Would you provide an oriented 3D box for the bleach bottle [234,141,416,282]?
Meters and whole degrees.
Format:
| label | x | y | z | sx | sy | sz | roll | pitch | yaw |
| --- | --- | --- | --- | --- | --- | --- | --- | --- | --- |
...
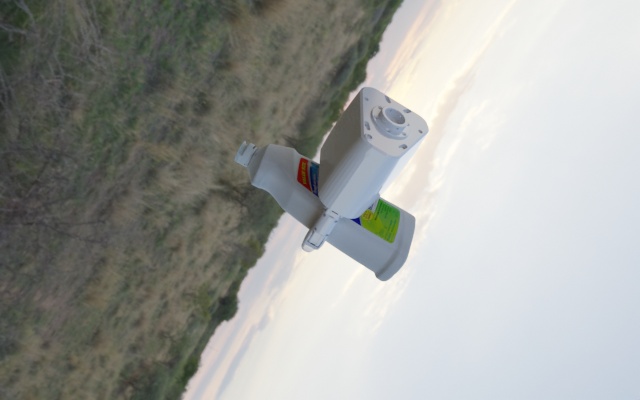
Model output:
| label | x | y | z | sx | sy | sz | roll | pitch | yaw |
| --- | --- | --- | --- | --- | --- | --- | --- | --- | --- |
| bleach bottle | 0.000 | 0.002 | 0.626 | 0.251 | 0.102 | 0.068 | 30 | -46 | -4 |
